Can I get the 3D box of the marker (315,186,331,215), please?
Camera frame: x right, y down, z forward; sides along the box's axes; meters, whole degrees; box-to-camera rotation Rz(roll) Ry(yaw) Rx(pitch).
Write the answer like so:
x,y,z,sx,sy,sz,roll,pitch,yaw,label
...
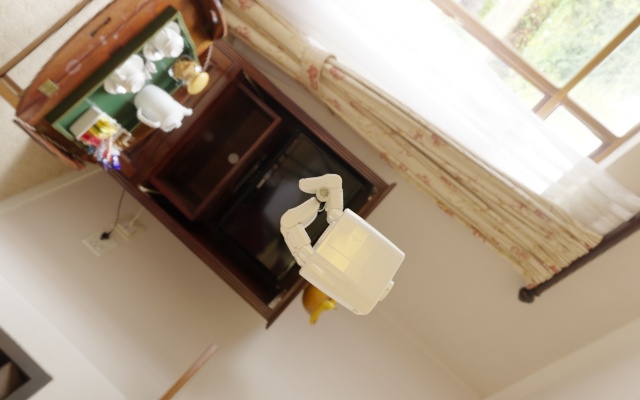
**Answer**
x,y,z,sx,sy,sz,roll,pitch,yaw,label
0.000,0.002,0.683,0.020,0.020,0.121,0,-12,-5,marker
